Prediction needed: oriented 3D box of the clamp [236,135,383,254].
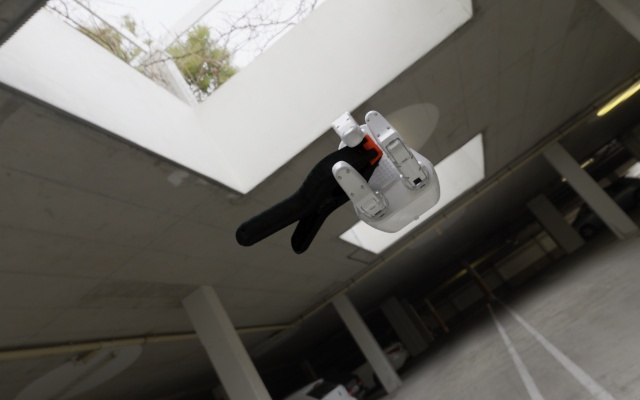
[{"bbox_3d":[0.000,0.001,0.519,0.171,0.039,0.120,-37,-20,9],"label":"clamp"}]
